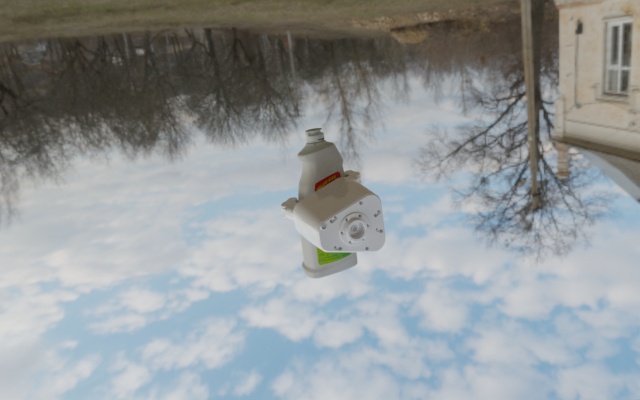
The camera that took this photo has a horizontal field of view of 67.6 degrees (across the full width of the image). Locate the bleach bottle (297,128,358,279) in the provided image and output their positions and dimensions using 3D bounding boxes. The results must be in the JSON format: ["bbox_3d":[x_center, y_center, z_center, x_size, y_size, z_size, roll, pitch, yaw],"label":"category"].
[{"bbox_3d":[0.000,0.003,0.826,0.102,0.251,0.068,-15,18,-18],"label":"bleach bottle"}]
